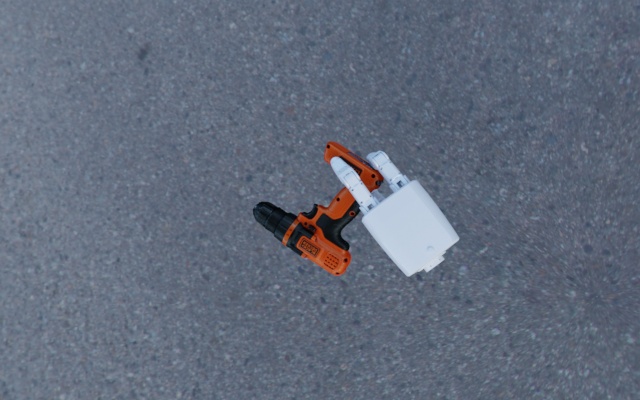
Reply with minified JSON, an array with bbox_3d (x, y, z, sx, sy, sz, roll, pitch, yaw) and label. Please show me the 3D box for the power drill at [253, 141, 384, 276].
[{"bbox_3d":[0.001,0.002,0.769,0.184,0.188,0.057,32,15,9],"label":"power drill"}]
